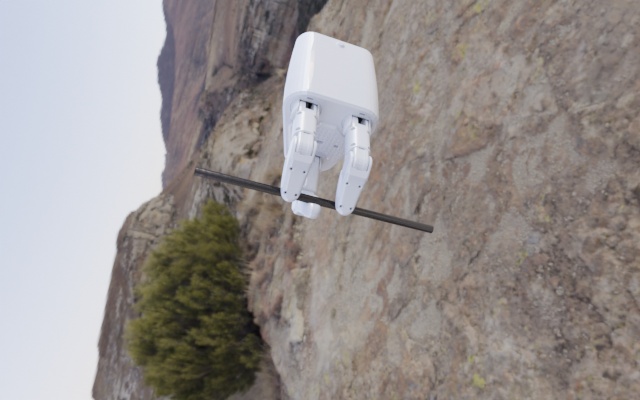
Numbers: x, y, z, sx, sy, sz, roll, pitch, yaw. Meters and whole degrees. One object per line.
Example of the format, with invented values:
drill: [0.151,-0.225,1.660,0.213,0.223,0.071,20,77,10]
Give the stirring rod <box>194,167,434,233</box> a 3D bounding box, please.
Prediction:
stirring rod: [0.000,0.001,0.459,0.239,0.011,0.011,14,-3,-14]
